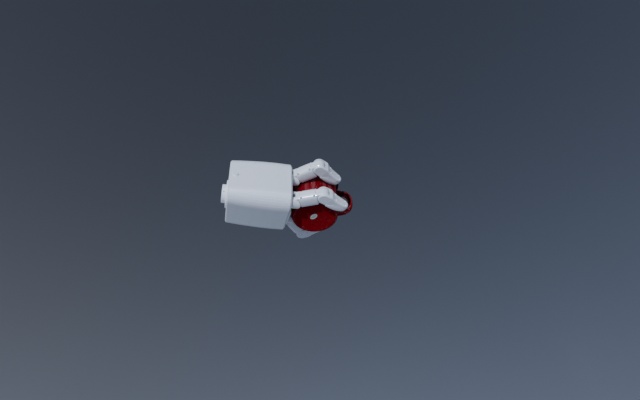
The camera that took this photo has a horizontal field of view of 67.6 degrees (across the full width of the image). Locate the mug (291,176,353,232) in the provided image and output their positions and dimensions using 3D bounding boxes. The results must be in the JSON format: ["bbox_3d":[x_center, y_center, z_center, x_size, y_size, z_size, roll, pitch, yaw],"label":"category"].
[{"bbox_3d":[0.002,0.003,0.859,0.117,0.081,0.093,6,-44,-10],"label":"mug"}]
